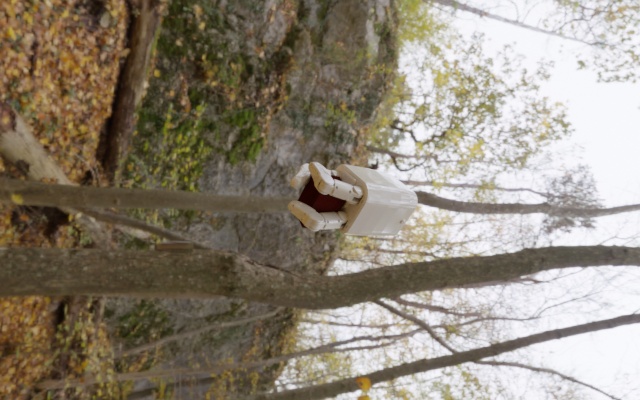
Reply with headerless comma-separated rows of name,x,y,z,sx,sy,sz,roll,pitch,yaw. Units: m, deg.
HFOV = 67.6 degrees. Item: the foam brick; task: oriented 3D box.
foam brick,0.000,0.003,0.769,0.051,0.078,0.053,8,39,-28
